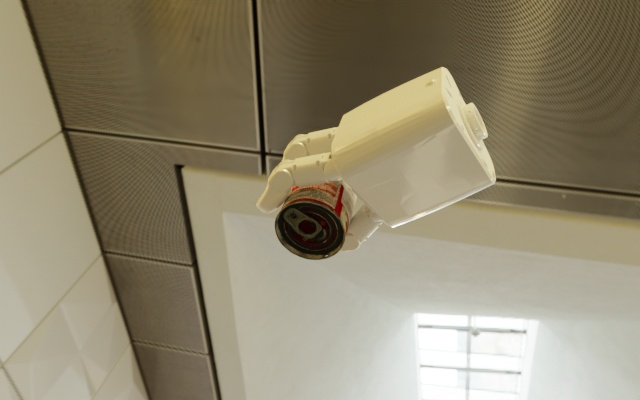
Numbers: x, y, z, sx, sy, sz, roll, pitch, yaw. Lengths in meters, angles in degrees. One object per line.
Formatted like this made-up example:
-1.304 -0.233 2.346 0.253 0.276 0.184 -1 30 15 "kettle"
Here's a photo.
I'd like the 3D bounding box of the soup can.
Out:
0.000 0.002 0.485 0.068 0.068 0.102 0 34 14 "soup can"
